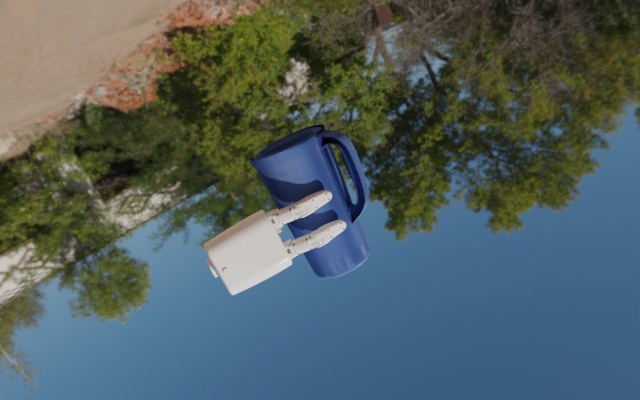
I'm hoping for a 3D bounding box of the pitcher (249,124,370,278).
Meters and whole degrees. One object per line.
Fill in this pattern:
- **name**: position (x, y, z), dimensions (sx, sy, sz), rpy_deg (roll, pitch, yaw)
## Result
- **pitcher**: position (0.000, 0.003, 0.795), dimensions (0.145, 0.243, 0.149), rpy_deg (-28, 16, -10)
